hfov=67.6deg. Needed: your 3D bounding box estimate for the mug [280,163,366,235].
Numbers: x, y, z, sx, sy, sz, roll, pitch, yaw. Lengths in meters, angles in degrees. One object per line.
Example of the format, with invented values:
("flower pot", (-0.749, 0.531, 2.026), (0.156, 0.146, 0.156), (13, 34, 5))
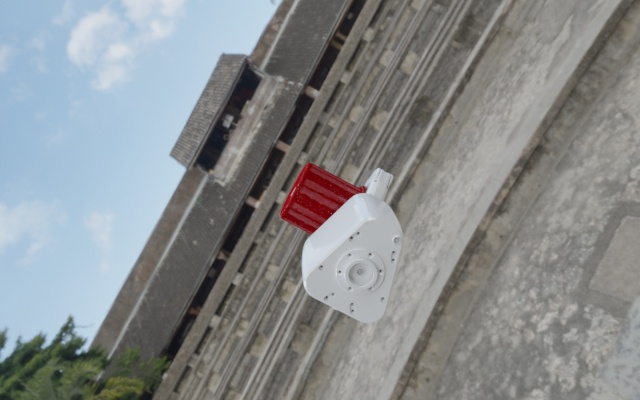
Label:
("mug", (0.000, 0.002, 0.628), (0.081, 0.093, 0.117), (28, 8, -7))
